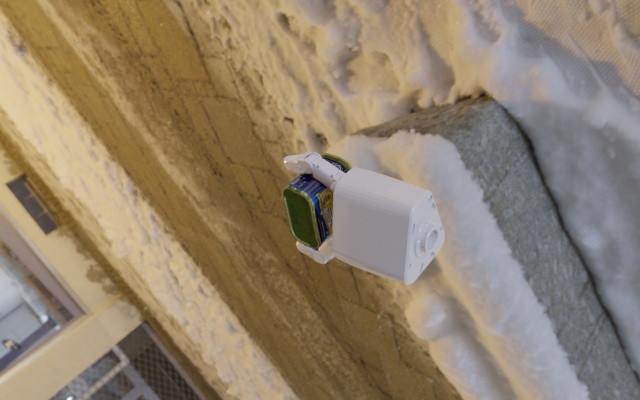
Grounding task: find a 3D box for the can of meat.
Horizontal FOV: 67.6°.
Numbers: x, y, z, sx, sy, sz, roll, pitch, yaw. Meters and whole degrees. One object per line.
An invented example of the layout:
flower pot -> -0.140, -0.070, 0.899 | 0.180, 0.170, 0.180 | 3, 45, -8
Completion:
can of meat -> 0.000, 0.002, 0.640 | 0.057, 0.102, 0.084 | 22, 48, 34
